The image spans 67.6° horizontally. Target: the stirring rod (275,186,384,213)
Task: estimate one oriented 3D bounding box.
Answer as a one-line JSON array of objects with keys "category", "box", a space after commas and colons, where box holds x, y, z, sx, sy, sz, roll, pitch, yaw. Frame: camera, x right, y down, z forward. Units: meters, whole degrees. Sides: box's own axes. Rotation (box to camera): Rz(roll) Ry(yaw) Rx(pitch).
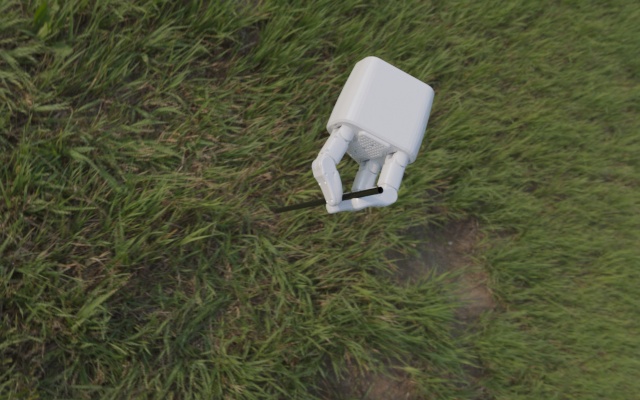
[{"category": "stirring rod", "box": [0.000, 0.002, 0.614, 0.011, 0.011, 0.239, 0, -6, -33]}]
